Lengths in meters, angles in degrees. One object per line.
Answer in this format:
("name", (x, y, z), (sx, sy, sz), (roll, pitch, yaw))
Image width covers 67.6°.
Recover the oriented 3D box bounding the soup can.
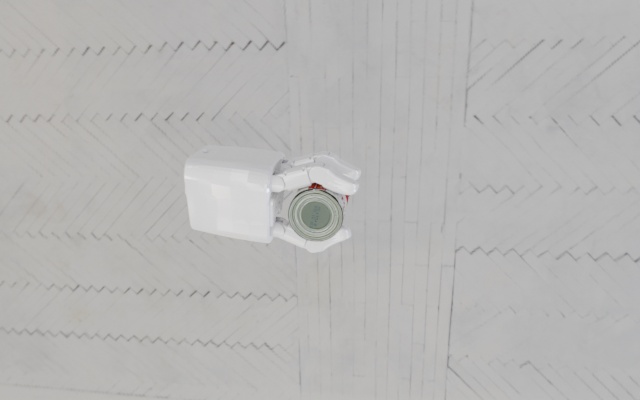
("soup can", (0.001, 0.002, 0.604), (0.068, 0.068, 0.102), (0, 19, 8))
